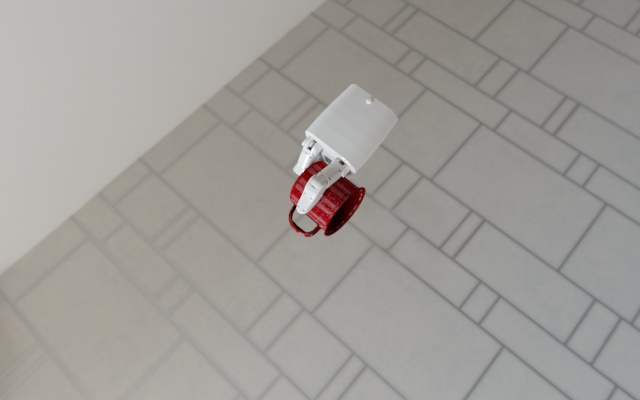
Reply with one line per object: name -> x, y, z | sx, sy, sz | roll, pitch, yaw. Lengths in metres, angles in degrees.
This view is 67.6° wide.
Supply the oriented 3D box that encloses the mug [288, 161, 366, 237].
mug -> -0.001, 0.003, 0.723 | 0.081, 0.117, 0.093 | 40, -8, 18
